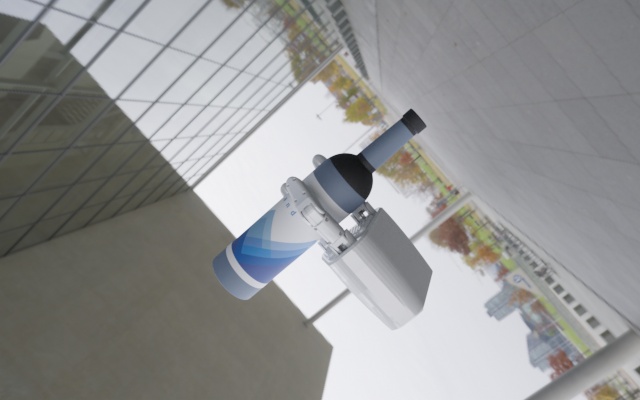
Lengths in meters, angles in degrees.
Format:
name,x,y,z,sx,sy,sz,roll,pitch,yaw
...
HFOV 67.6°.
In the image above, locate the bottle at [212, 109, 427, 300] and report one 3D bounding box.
name,x,y,z,sx,sy,sz,roll,pitch,yaw
bottle,0.000,0.002,0.559,0.296,0.069,0.069,-41,-10,12
